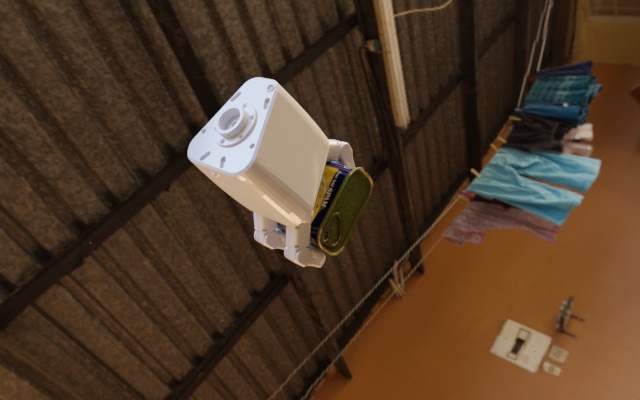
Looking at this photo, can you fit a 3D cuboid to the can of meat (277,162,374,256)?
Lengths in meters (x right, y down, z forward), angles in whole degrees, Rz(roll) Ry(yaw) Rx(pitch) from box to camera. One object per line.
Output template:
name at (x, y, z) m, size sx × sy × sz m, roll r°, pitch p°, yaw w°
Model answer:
can of meat at (0.000, 0.002, 0.563) m, size 0.084 × 0.102 × 0.057 m, roll 20°, pitch -12°, yaw 37°
